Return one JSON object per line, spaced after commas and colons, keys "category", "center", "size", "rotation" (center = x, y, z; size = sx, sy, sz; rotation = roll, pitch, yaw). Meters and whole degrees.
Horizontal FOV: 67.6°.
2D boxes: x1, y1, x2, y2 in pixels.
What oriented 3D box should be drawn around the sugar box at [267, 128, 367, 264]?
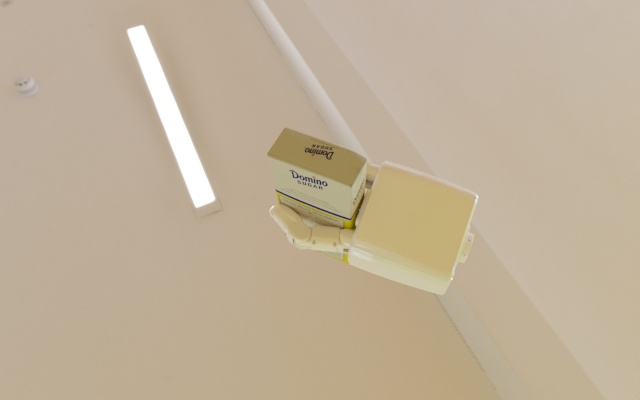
{"category": "sugar box", "center": [0.000, 0.001, 0.530], "size": [0.093, 0.048, 0.176], "rotation": [22, -30, 14]}
